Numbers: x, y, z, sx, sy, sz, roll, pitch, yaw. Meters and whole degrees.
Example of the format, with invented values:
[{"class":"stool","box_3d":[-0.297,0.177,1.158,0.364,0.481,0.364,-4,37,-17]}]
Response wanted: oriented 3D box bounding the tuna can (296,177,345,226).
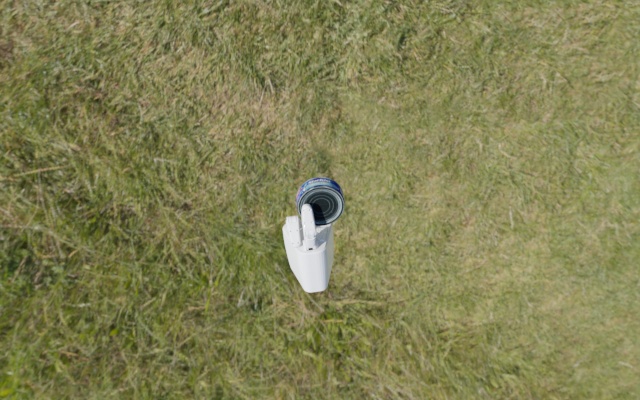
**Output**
[{"class":"tuna can","box_3d":[0.000,0.003,0.856,0.086,0.086,0.033,0,31,-5]}]
